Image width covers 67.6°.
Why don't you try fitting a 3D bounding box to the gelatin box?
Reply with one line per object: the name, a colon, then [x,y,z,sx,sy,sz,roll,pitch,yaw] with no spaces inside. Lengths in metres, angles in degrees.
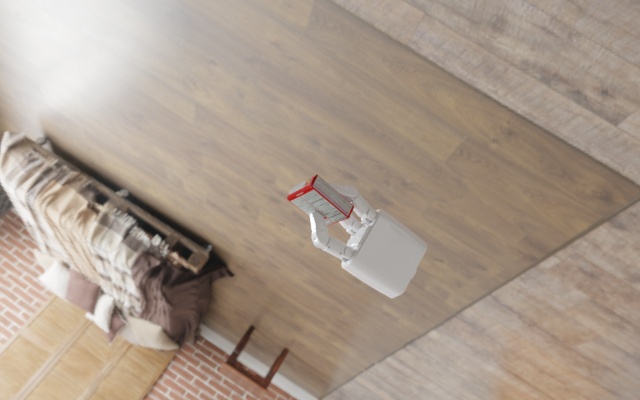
gelatin box: [0.000,0.003,0.794,0.089,0.030,0.073,39,-35,-21]
